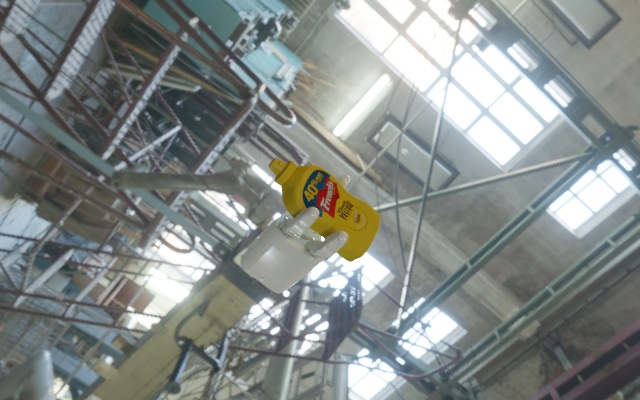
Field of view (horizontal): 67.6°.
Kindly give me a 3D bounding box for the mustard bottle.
[{"bbox_3d":[0.001,0.002,0.724,0.191,0.096,0.058,39,-37,-12],"label":"mustard bottle"}]
